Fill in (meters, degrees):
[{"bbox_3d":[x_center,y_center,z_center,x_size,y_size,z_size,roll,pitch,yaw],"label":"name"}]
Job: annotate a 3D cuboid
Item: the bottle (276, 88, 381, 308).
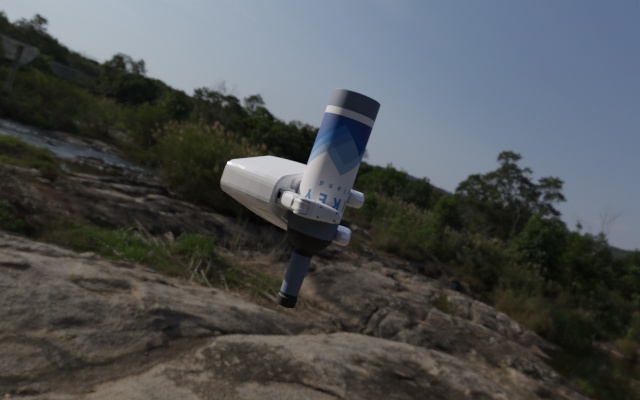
[{"bbox_3d":[0.000,0.002,0.638,0.069,0.296,0.069,19,3,-1],"label":"bottle"}]
